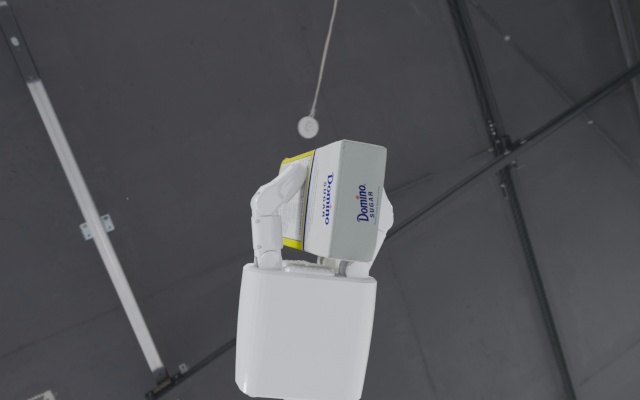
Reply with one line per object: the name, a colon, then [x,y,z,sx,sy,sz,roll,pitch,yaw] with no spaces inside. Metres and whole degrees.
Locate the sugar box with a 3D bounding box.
sugar box: [0.001,0.002,0.444,0.048,0.093,0.176,8,-2,-22]
